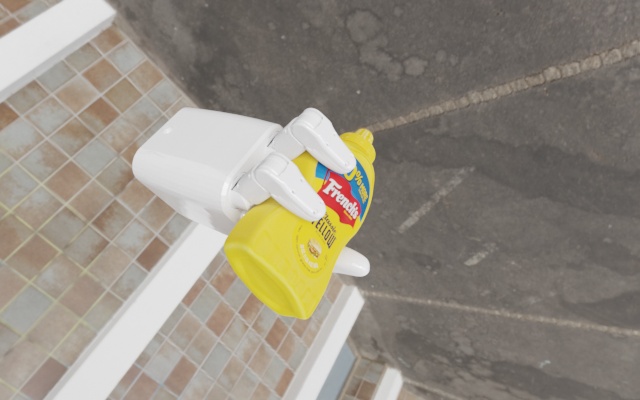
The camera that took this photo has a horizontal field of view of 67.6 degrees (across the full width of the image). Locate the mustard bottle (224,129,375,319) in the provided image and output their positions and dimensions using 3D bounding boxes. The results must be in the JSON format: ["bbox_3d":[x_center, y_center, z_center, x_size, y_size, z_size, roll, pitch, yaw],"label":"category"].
[{"bbox_3d":[0.000,0.002,0.424,0.058,0.096,0.191,-3,42,42],"label":"mustard bottle"}]
